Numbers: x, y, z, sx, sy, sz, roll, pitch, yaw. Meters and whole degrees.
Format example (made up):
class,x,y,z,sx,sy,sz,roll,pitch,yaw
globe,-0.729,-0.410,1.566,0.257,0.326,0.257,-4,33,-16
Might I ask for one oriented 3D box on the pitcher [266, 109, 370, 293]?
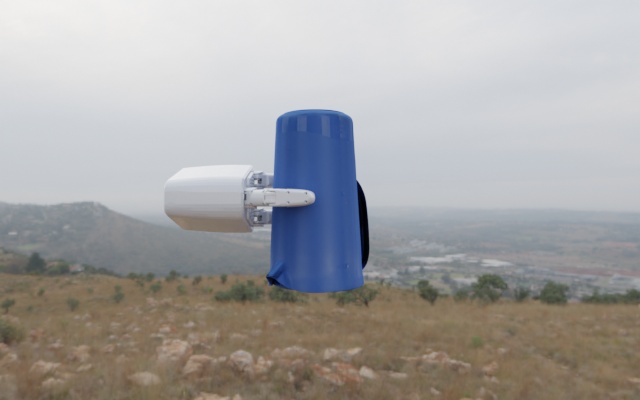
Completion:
class,x,y,z,sx,sy,sz,roll,pitch,yaw
pitcher,0.000,0.002,0.673,0.145,0.243,0.149,0,0,2
